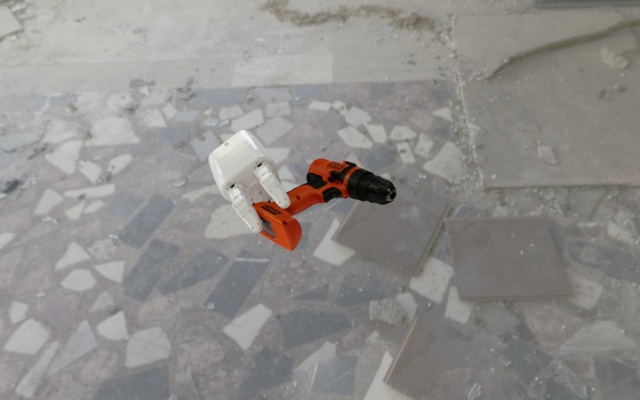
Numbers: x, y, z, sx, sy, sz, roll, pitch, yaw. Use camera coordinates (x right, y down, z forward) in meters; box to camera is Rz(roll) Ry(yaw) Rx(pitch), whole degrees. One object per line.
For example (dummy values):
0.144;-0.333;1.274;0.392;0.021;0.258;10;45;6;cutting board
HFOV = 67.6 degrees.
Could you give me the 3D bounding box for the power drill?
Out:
0.000;0.003;0.746;0.187;0.057;0.184;-32;32;-29;power drill
